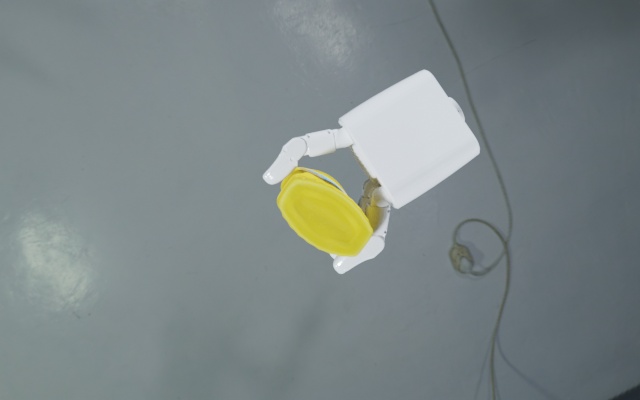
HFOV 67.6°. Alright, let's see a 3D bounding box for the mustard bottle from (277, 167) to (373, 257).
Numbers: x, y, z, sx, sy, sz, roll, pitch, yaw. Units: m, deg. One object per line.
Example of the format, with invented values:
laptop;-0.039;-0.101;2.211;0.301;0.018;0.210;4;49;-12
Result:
mustard bottle;0.000;0.002;0.537;0.096;0.058;0.191;33;6;-8
